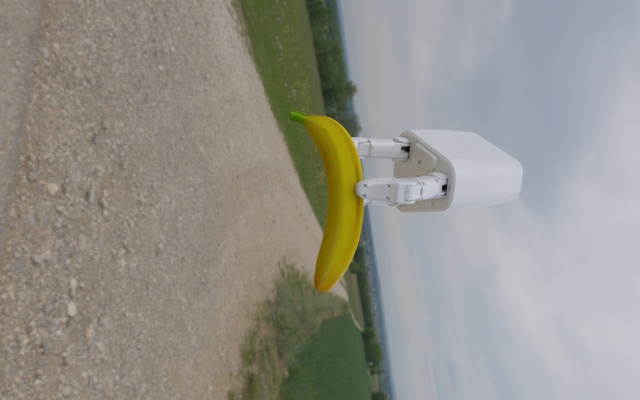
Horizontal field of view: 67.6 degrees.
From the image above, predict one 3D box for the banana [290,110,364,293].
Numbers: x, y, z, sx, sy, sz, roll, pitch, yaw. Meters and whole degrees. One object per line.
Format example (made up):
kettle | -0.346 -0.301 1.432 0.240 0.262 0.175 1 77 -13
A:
banana | 0.014 -0.005 0.500 0.069 0.197 0.037 -13 -9 36
